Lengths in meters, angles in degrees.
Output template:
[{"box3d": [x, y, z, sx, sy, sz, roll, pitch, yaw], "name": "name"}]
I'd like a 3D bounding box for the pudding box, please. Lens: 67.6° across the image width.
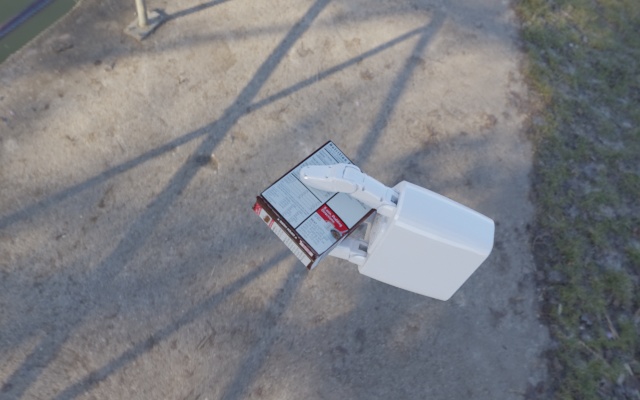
[{"box3d": [0.000, 0.002, 0.499, 0.113, 0.090, 0.039, -39, -10, -31], "name": "pudding box"}]
